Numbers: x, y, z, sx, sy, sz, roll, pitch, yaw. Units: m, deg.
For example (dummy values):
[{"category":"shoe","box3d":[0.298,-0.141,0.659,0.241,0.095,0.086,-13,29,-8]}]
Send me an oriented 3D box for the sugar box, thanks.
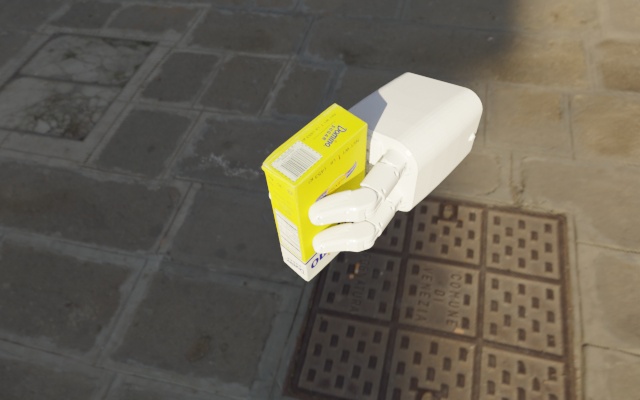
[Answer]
[{"category":"sugar box","box3d":[0.001,0.002,0.468,0.048,0.093,0.176,37,-25,27]}]
